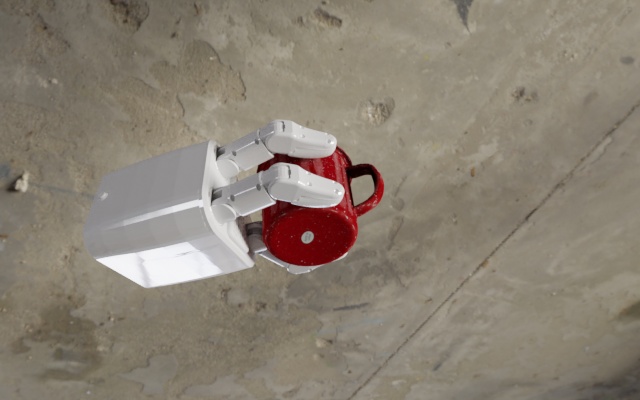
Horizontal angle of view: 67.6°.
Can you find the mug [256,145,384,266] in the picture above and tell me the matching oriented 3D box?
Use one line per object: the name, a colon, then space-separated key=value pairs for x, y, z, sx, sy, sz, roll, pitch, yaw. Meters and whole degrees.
mug: x=0.001 y=0.001 z=0.426 sx=0.117 sy=0.081 sz=0.093 roll=-15 pitch=-45 yaw=8
